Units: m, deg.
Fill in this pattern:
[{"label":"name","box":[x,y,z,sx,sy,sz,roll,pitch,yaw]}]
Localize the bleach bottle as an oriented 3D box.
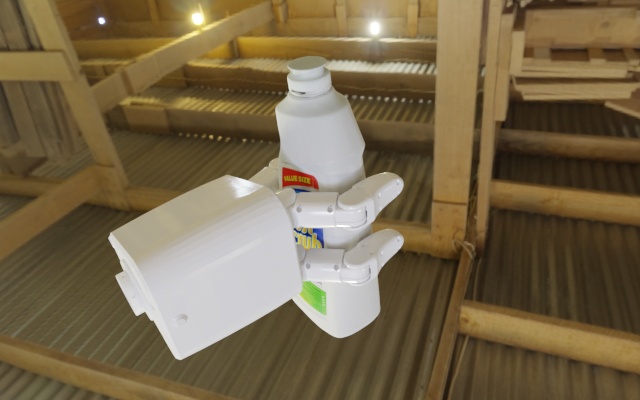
[{"label":"bleach bottle","box":[0.000,0.001,0.412,0.068,0.251,0.102,-27,39,-24]}]
